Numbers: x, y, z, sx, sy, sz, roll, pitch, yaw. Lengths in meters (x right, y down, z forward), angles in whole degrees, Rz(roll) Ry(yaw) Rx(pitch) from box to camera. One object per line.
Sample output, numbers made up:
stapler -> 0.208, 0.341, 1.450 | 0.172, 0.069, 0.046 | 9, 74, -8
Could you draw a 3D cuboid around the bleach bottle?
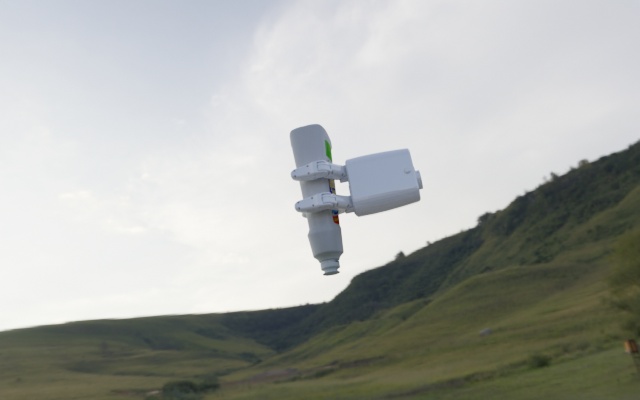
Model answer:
bleach bottle -> 0.000, 0.003, 0.803 | 0.068, 0.250, 0.103 | -13, -21, 8
